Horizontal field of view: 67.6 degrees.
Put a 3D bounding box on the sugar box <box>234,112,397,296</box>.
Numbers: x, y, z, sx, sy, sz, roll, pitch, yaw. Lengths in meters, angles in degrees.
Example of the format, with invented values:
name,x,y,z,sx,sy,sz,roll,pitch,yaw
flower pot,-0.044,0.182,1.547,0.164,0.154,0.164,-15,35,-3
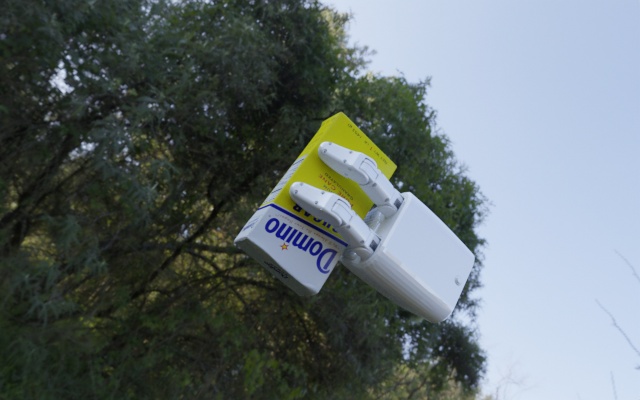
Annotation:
name,x,y,z,sx,sy,sz,roll,pitch,yaw
sugar box,0.001,0.002,0.499,0.093,0.176,0.048,41,-28,-15
